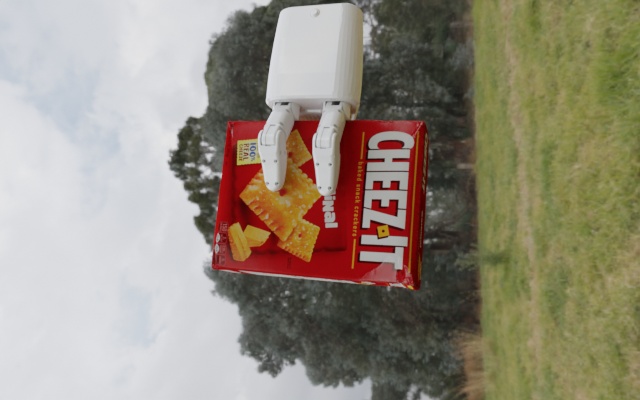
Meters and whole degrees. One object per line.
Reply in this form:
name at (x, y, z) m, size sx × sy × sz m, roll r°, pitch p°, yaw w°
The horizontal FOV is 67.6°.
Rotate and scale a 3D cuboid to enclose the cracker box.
cracker box at (0.000, 0.002, 0.504) m, size 0.213 × 0.164 × 0.072 m, roll 2°, pitch -10°, yaw 16°
